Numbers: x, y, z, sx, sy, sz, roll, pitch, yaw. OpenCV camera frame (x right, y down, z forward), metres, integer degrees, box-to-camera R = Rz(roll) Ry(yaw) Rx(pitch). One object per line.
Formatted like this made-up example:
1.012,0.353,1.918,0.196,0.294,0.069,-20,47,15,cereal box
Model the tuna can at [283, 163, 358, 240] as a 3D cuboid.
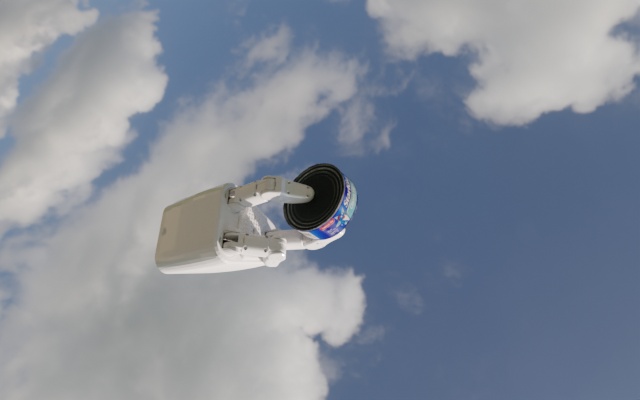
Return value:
0.000,0.002,0.555,0.086,0.086,0.034,0,-25,40,tuna can
